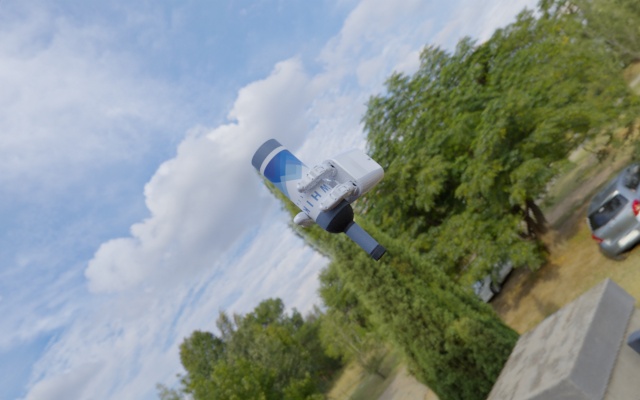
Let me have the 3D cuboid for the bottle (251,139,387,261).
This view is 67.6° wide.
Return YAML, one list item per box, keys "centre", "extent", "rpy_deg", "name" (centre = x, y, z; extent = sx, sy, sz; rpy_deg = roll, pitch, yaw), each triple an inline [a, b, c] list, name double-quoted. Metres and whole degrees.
- centre: [0.000, 0.003, 0.871]
  extent: [0.295, 0.069, 0.069]
  rpy_deg: [41, 11, 13]
  name: "bottle"
